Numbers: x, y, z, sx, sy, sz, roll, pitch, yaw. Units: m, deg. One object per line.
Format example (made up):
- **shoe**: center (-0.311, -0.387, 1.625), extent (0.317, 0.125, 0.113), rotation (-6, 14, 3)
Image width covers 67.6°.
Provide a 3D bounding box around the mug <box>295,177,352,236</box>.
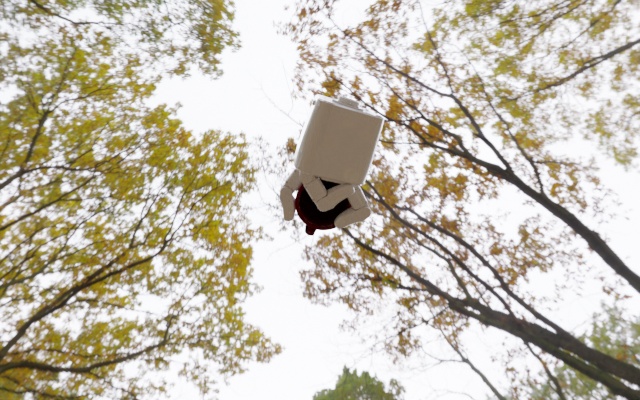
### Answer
- **mug**: center (0.000, 0.004, 0.791), extent (0.093, 0.117, 0.081), rotation (16, 17, -9)
